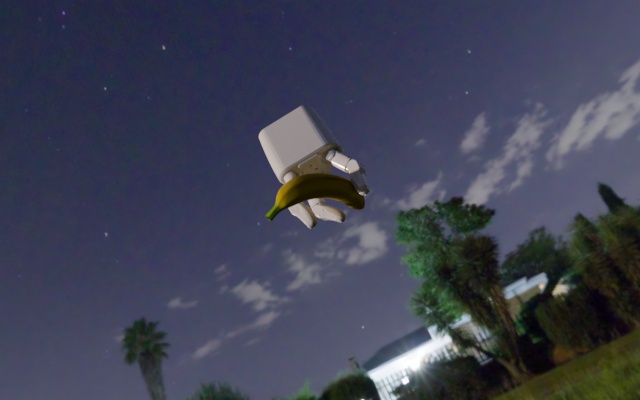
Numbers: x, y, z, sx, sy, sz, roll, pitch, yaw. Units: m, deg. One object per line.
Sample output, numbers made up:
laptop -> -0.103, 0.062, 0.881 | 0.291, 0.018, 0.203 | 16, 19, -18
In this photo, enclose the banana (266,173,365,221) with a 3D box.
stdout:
banana -> 0.005, -0.011, 0.731 | 0.198, 0.070, 0.037 | -4, 46, -40
